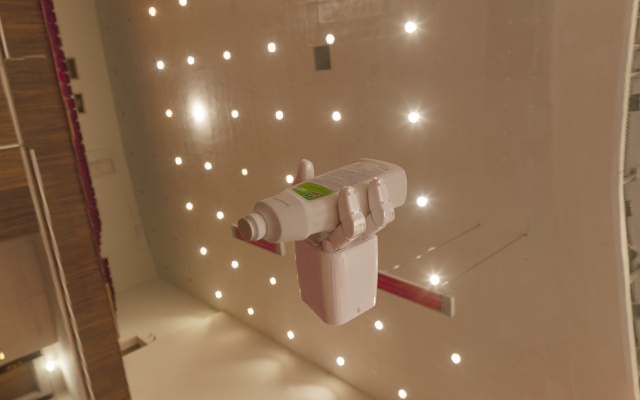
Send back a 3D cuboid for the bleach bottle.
[{"bbox_3d":[0.000,0.002,0.624,0.251,0.068,0.102,-18,23,-40],"label":"bleach bottle"}]
